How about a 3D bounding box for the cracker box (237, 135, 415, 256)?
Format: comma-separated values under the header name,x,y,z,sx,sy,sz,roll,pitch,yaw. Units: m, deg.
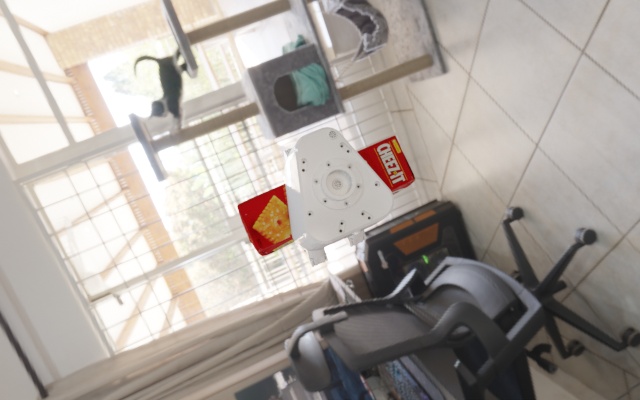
name,x,y,z,sx,sy,sz,roll,pitch,yaw
cracker box,0.000,0.002,0.644,0.213,0.072,0.164,-24,-4,-10
